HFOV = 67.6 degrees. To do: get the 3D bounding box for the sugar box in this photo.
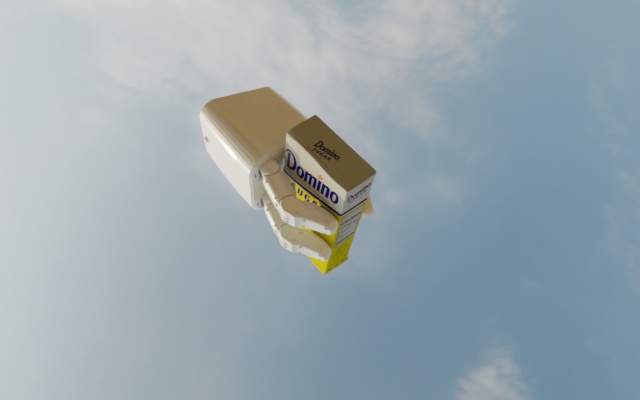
[{"bbox_3d":[0.000,0.002,0.523,0.048,0.093,0.176,-34,-25,-24],"label":"sugar box"}]
